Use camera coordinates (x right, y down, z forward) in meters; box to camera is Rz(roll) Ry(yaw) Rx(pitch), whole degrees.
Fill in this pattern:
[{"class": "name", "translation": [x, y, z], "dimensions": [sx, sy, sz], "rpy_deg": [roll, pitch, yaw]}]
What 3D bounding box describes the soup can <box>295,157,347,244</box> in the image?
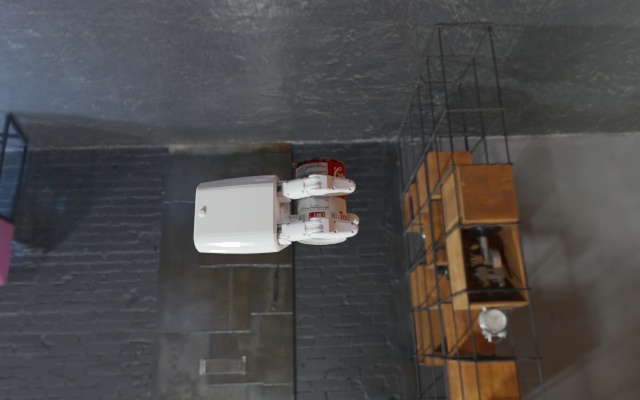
[{"class": "soup can", "translation": [0.001, 0.002, 0.634], "dimensions": [0.068, 0.102, 0.068], "rpy_deg": [-1, -16, 0]}]
